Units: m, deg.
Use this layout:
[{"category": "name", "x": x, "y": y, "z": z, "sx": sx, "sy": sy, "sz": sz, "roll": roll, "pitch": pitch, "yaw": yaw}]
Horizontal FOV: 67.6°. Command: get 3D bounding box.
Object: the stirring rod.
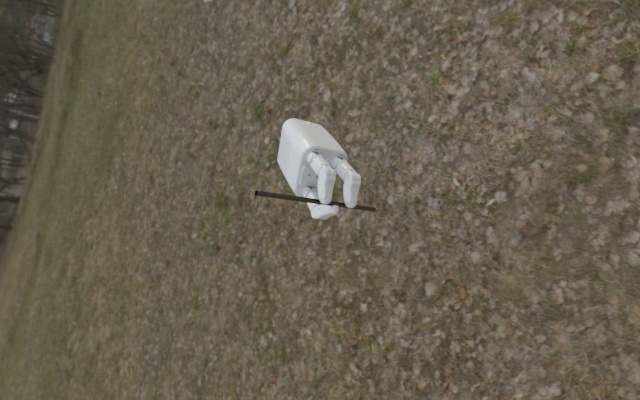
[{"category": "stirring rod", "x": 0.000, "y": 0.003, "z": 0.785, "sx": 0.239, "sy": 0.011, "sz": 0.011, "roll": 8, "pitch": -5, "yaw": -36}]
